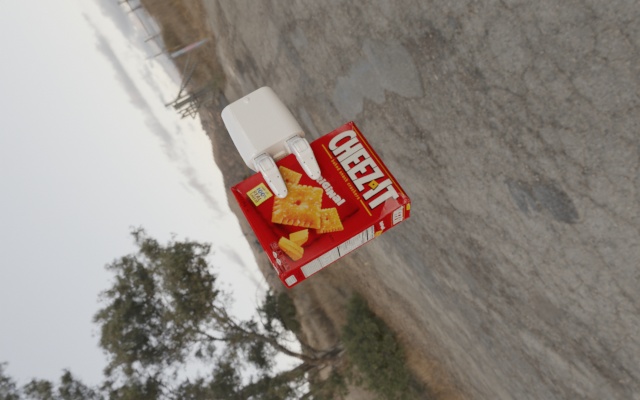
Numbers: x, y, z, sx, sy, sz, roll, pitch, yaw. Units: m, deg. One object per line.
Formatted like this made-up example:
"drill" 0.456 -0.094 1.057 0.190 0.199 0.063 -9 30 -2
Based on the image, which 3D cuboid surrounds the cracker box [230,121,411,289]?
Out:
"cracker box" 0.000 0.002 0.708 0.213 0.164 0.072 -30 -23 -6
